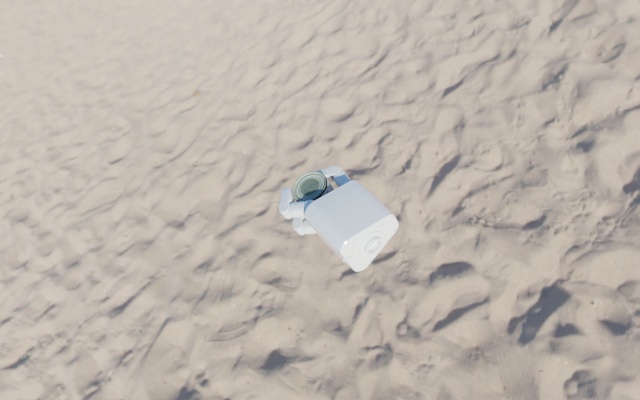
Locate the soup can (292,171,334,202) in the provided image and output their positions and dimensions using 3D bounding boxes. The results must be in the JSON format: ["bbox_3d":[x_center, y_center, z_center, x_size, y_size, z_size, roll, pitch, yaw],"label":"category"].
[{"bbox_3d":[0.000,0.002,0.857,0.068,0.068,0.102,0,-33,28],"label":"soup can"}]
